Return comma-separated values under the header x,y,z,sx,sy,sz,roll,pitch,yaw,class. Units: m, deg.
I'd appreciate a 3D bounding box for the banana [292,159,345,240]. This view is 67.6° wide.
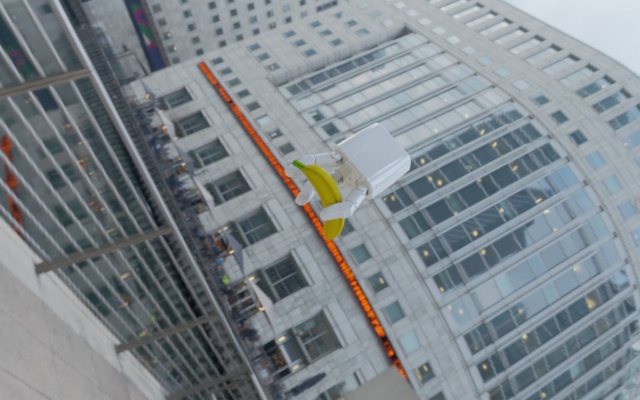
x,y,z,sx,sy,sz,roll,pitch,yaw,class
0.012,0.005,0.875,0.069,0.198,0.037,20,52,42,banana
